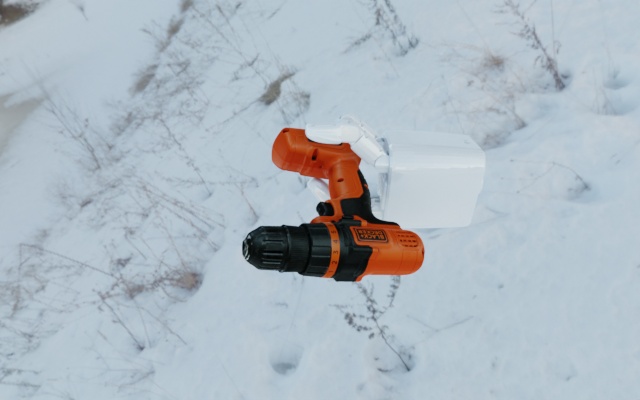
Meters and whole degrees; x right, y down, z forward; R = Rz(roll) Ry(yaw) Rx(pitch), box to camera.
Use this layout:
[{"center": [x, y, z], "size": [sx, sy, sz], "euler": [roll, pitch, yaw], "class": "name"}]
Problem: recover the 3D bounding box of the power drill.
[{"center": [0.000, 0.001, 0.502], "size": [0.184, 0.187, 0.057], "euler": [6, -47, -24], "class": "power drill"}]
